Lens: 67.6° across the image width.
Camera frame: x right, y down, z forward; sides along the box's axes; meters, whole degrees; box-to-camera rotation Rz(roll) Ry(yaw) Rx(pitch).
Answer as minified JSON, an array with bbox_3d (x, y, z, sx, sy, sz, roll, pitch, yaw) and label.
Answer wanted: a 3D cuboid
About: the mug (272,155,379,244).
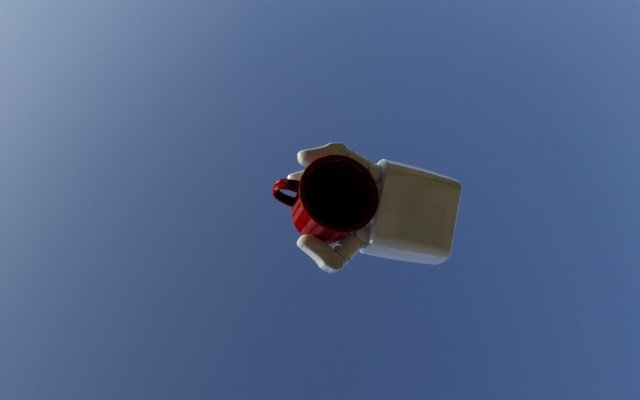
[{"bbox_3d":[-0.001,0.002,0.564,0.117,0.093,0.081,13,-22,-11],"label":"mug"}]
